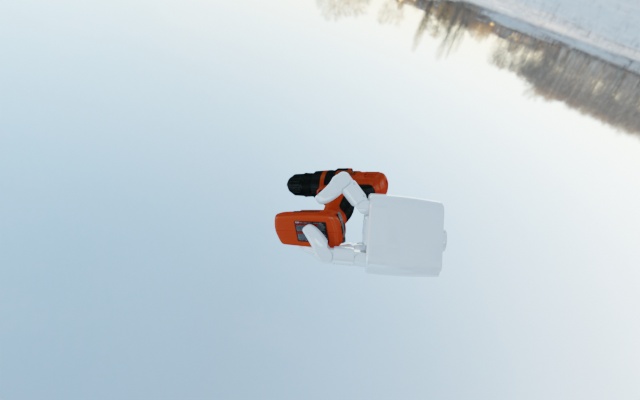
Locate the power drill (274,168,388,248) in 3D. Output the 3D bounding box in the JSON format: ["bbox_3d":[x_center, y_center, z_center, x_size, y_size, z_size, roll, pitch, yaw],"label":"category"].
[{"bbox_3d":[0.000,0.003,0.768,0.184,0.057,0.187,0,28,25],"label":"power drill"}]
